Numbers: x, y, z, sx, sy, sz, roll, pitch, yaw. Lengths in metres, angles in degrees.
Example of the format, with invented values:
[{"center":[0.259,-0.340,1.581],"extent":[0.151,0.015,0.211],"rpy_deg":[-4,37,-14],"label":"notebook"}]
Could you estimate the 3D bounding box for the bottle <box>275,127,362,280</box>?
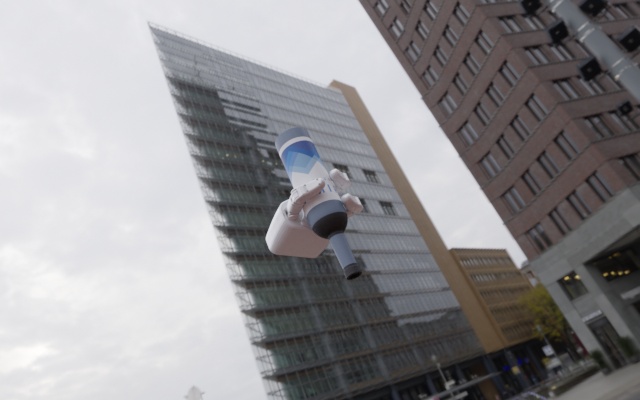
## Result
[{"center":[0.000,0.002,0.832],"extent":[0.069,0.295,0.069],"rpy_deg":[-19,-28,-11],"label":"bottle"}]
